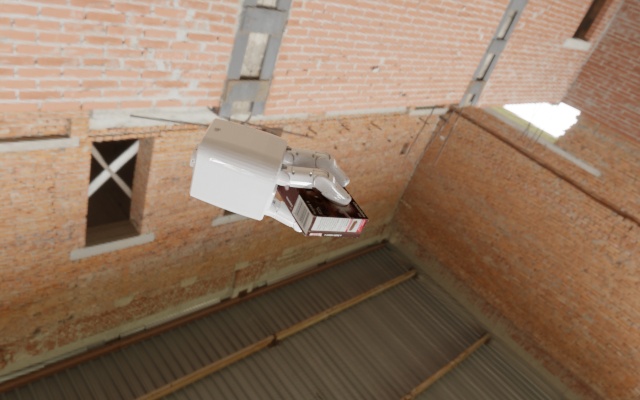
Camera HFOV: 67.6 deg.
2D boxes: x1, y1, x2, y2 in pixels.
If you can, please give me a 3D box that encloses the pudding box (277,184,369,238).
[{"bbox_3d":[0.000,0.002,0.657,0.090,0.039,0.113,4,37,-33],"label":"pudding box"}]
